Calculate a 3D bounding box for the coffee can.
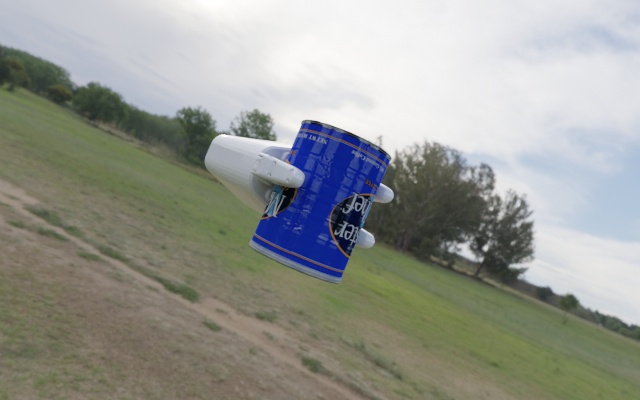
[{"bbox_3d":[0.000,0.002,0.497,0.103,0.140,0.103,23,-2,1],"label":"coffee can"}]
